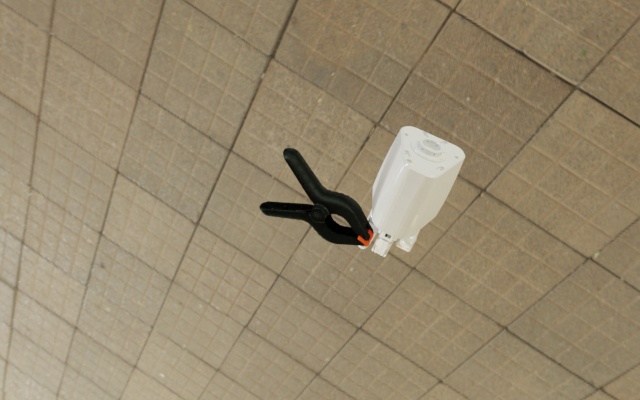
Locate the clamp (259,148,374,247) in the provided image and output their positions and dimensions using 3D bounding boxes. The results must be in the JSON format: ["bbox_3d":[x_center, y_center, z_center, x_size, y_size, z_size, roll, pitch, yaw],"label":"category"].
[{"bbox_3d":[0.000,0.003,0.664,0.171,0.120,0.039,23,42,8],"label":"clamp"}]
